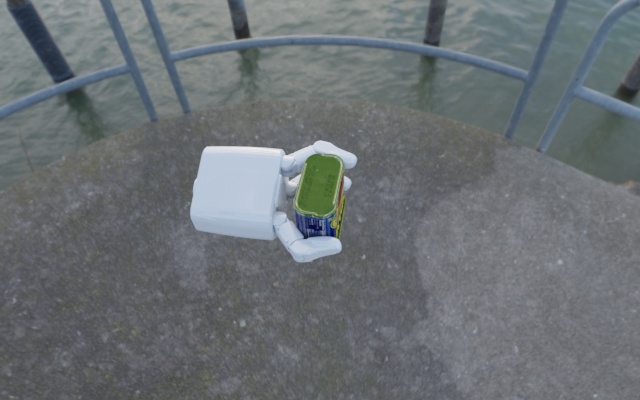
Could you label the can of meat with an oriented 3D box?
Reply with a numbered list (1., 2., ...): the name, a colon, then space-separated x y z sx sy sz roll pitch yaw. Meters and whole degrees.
1. can of meat: 0.000 0.002 0.610 0.057 0.102 0.084 7 -35 8
